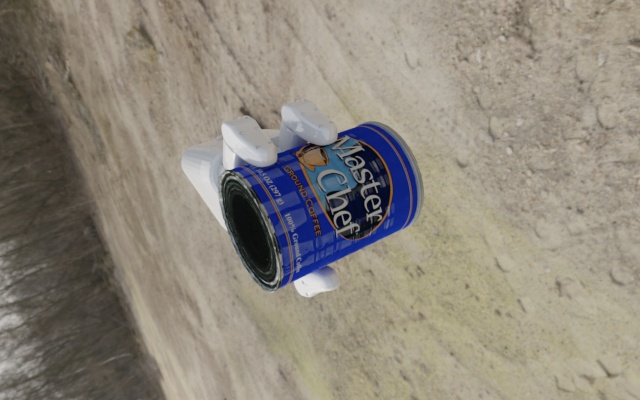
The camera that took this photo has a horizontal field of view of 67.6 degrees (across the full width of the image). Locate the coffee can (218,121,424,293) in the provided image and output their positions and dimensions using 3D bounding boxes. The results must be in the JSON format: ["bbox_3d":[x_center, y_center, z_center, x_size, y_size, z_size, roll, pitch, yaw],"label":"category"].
[{"bbox_3d":[0.000,0.001,0.401,0.140,0.103,0.103,-22,10,-27],"label":"coffee can"}]
